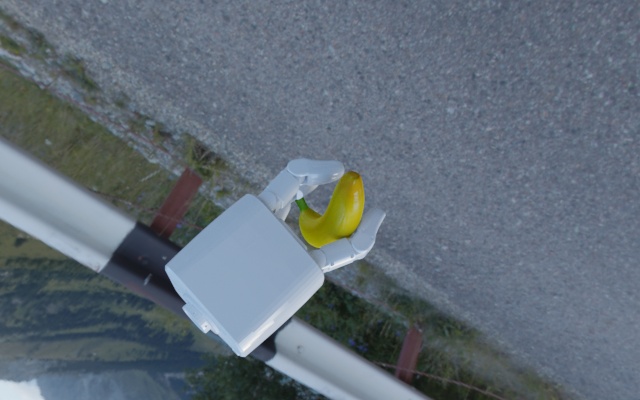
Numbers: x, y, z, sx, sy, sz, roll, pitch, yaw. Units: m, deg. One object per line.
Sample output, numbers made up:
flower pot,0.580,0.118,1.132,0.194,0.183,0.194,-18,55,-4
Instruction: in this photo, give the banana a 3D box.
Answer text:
banana,0.007,0.019,0.525,0.037,0.069,0.198,-27,2,-21
